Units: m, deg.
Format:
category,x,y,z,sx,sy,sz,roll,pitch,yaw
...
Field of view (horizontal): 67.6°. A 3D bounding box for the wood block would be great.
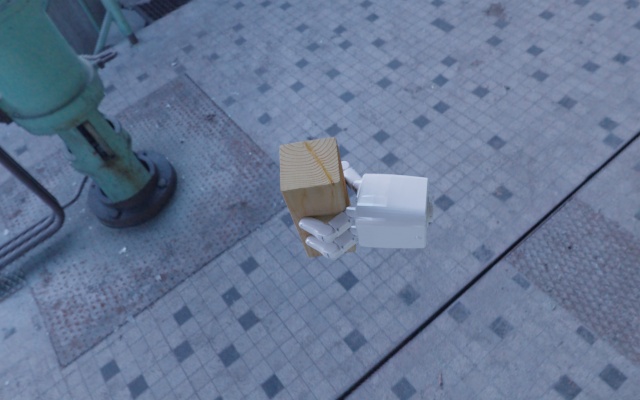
category,x,y,z,sx,sy,sz,roll,pitch,yaw
wood block,0.000,0.002,0.785,0.090,0.090,0.206,-8,-36,6
